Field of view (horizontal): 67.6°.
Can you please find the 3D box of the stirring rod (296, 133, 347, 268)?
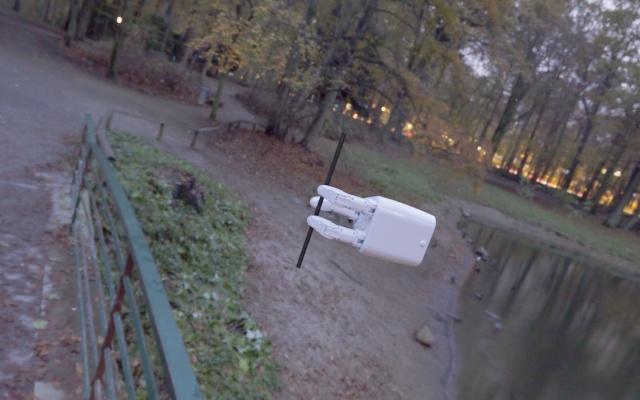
[{"bbox_3d":[0.000,0.003,0.797,0.011,0.239,0.011,18,11,-4],"label":"stirring rod"}]
